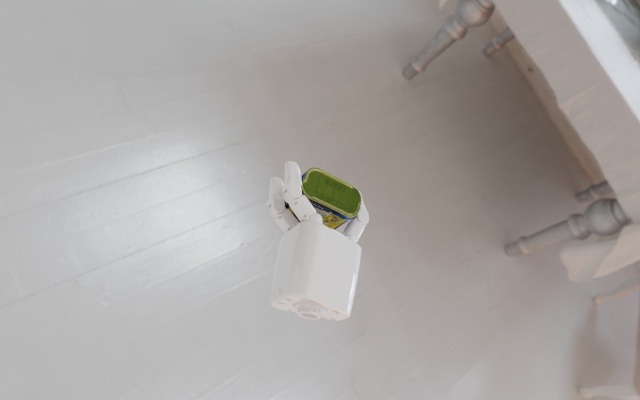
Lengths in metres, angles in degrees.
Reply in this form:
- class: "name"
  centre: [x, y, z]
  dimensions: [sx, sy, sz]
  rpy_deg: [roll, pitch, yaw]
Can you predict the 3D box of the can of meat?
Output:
- class: "can of meat"
  centre: [0.000, 0.002, 0.720]
  dimensions: [0.102, 0.057, 0.084]
  rpy_deg: [25, -31, -17]
